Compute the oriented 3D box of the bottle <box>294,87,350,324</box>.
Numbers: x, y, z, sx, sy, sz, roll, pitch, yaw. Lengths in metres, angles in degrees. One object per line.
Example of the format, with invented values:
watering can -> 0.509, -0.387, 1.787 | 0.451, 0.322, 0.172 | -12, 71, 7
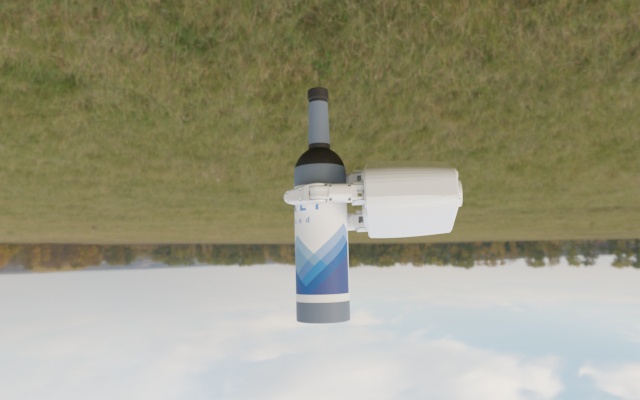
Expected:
bottle -> 0.000, 0.002, 0.607 | 0.069, 0.295, 0.069 | -1, -7, 0
